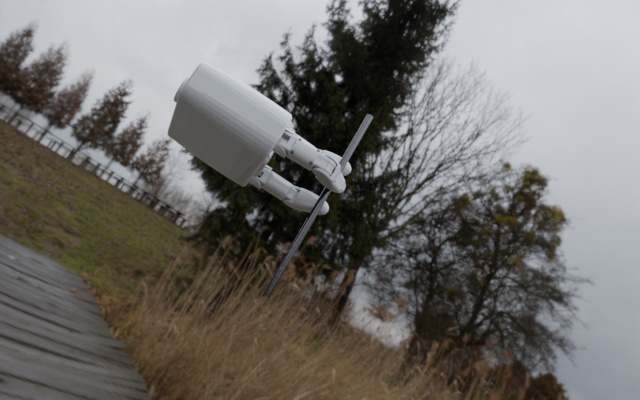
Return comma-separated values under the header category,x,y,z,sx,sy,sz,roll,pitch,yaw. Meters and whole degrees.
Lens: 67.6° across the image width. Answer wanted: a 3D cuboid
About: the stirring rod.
category,x,y,z,sx,sy,sz,roll,pitch,yaw
stirring rod,0.000,0.002,0.533,0.011,0.239,0.011,28,-14,8
